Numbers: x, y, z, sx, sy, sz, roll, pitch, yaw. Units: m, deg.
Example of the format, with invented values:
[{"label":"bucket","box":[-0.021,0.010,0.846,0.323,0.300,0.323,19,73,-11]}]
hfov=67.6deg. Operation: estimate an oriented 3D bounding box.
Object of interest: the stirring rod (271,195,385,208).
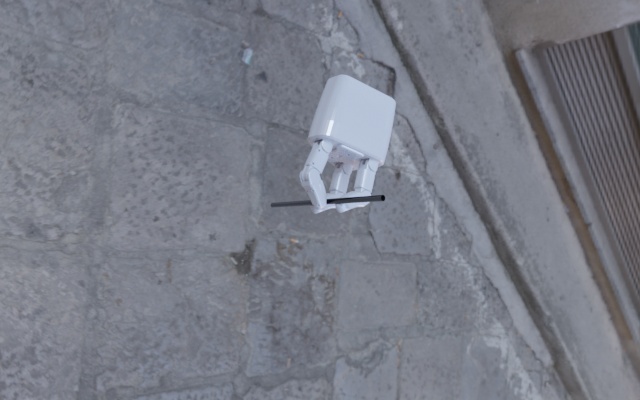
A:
[{"label":"stirring rod","box":[0.000,0.002,0.688,0.011,0.011,0.239,0,-3,-41]}]
